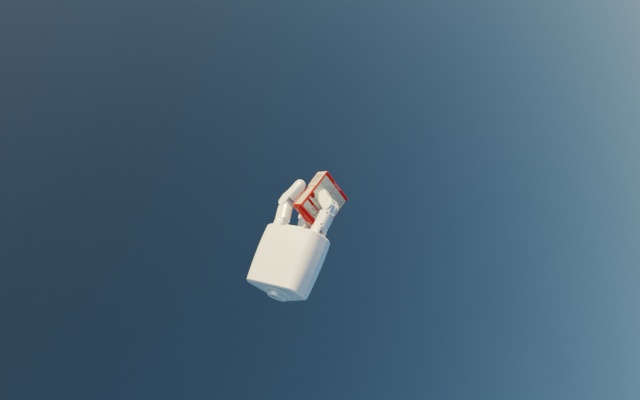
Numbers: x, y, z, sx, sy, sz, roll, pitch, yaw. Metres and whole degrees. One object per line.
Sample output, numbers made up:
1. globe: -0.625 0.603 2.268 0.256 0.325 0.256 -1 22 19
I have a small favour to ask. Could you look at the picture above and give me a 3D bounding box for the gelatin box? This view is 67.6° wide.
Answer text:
1. gelatin box: 0.001 0.003 0.869 0.030 0.089 0.073 0 -44 51
